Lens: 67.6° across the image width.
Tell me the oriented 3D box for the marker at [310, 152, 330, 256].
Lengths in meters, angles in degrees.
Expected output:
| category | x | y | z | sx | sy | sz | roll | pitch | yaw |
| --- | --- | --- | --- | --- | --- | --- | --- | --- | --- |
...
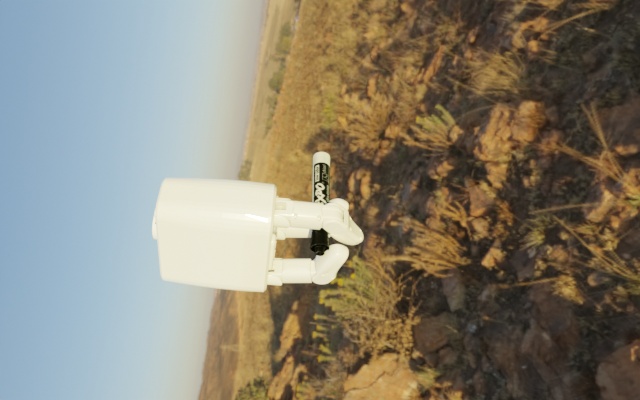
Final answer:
| category | x | y | z | sx | sy | sz | roll | pitch | yaw |
| --- | --- | --- | --- | --- | --- | --- | --- | --- | --- |
| marker | 0.000 | 0.002 | 0.487 | 0.020 | 0.121 | 0.020 | 1 | -35 | 1 |
